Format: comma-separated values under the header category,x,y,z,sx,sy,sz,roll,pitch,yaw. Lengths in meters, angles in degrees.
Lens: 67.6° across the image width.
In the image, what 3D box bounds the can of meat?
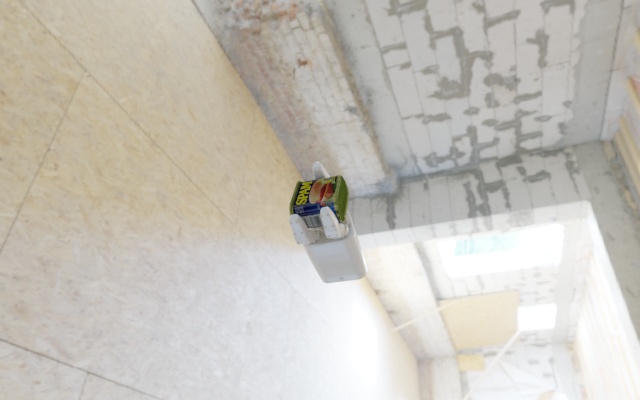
category,x,y,z,sx,sy,sz,roll,pitch,yaw
can of meat,0.000,0.003,0.830,0.084,0.057,0.102,-10,33,17
